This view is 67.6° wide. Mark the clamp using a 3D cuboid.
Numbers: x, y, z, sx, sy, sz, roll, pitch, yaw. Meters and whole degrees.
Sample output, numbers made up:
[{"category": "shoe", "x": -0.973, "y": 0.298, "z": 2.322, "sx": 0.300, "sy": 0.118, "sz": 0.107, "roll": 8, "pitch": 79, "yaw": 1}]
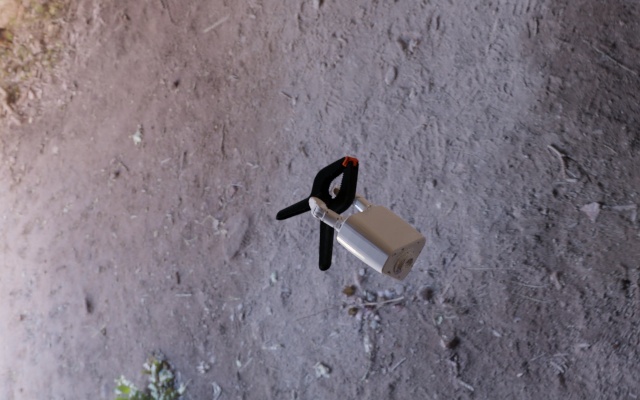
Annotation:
[{"category": "clamp", "x": 0.000, "y": 0.003, "z": 0.897, "sx": 0.164, "sy": 0.210, "sz": 0.036, "roll": 37, "pitch": 20, "yaw": 34}]
